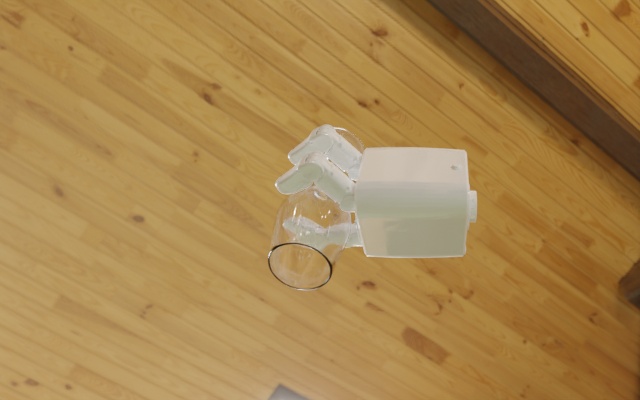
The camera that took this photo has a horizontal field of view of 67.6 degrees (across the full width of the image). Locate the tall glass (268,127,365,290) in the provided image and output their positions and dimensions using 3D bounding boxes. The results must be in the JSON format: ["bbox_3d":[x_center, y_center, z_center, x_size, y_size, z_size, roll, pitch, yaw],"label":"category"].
[{"bbox_3d":[0.000,0.001,0.518,0.079,0.079,0.201,0,37,15],"label":"tall glass"}]
